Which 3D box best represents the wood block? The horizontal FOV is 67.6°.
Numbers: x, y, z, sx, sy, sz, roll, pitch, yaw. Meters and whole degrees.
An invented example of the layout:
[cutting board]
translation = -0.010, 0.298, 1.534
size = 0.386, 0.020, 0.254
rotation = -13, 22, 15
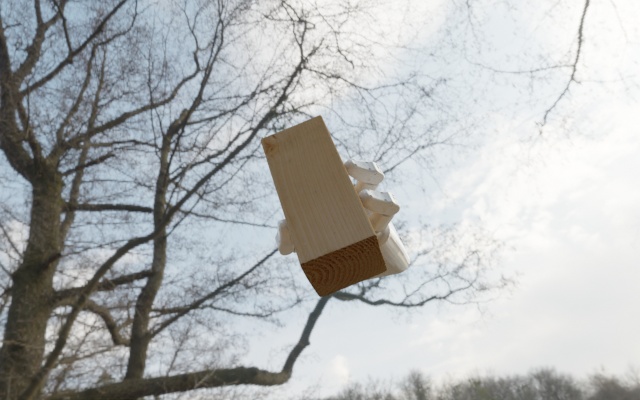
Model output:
[wood block]
translation = 0.000, 0.002, 0.605
size = 0.091, 0.206, 0.090
rotation = -23, -38, 1
